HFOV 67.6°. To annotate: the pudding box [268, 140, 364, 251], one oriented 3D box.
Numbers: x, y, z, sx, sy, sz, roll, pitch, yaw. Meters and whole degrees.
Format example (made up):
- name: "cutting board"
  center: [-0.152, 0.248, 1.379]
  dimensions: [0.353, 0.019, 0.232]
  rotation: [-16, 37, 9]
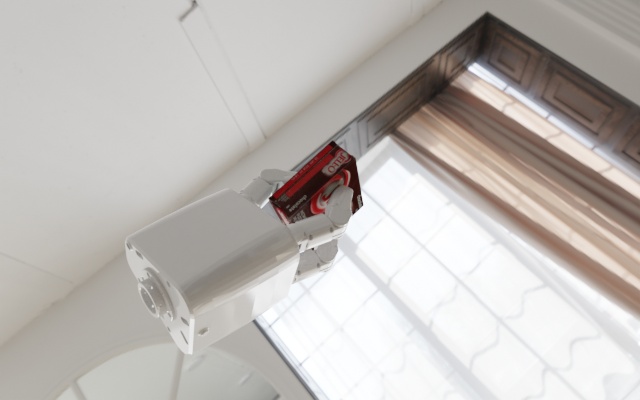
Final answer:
- name: "pudding box"
  center: [0.000, 0.002, 0.507]
  dimensions: [0.039, 0.090, 0.113]
  rotation: [43, -12, 22]
